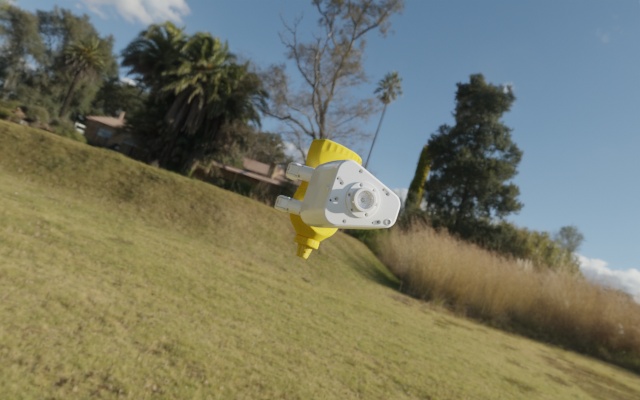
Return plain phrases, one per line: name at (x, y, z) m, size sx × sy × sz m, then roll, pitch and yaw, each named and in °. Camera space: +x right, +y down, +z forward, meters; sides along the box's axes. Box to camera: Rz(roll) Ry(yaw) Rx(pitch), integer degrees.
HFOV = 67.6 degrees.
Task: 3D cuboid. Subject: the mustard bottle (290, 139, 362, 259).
mustard bottle at (0.000, 0.002, 0.787) m, size 0.096 × 0.191 × 0.058 m, roll 24°, pitch -8°, yaw -40°
